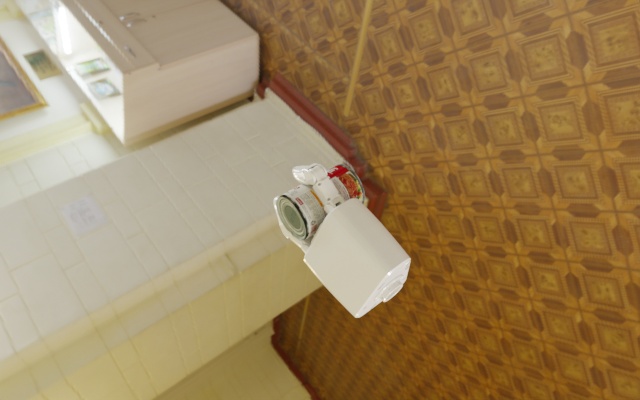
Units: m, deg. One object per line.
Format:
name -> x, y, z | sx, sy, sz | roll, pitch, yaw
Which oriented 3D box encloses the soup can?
soup can -> 0.000, 0.002, 0.645 | 0.102, 0.068, 0.068 | -30, 15, -28
